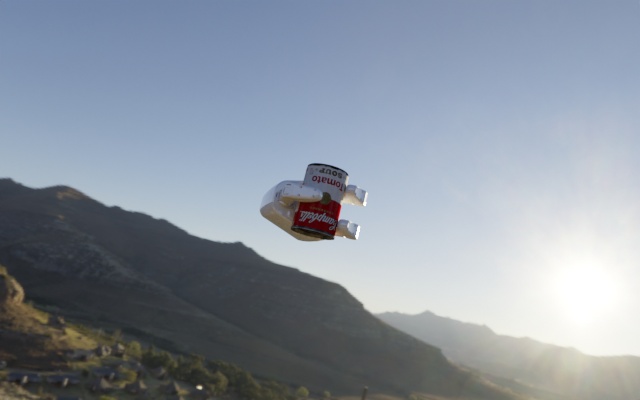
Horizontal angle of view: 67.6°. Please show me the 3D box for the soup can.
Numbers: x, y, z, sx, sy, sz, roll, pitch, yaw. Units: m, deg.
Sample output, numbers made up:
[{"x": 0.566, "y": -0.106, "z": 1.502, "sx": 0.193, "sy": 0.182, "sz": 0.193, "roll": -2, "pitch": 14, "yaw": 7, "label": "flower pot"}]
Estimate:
[{"x": 0.000, "y": 0.002, "z": 0.722, "sx": 0.068, "sy": 0.102, "sz": 0.068, "roll": 13, "pitch": -12, "yaw": 3, "label": "soup can"}]
